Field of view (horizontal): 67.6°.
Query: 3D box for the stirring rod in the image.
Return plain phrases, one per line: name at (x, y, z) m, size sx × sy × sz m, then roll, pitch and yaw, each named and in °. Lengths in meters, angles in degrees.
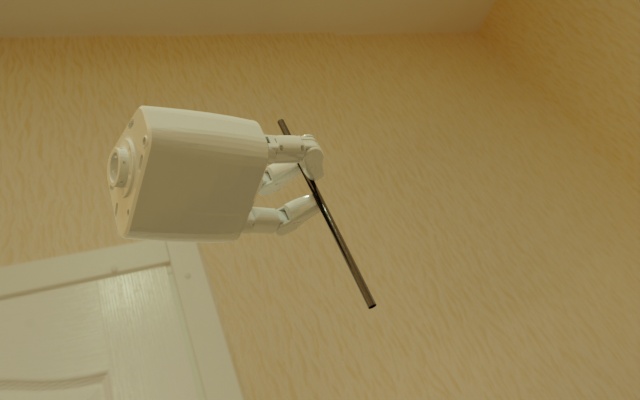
stirring rod at (0.000, 0.002, 0.482) m, size 0.011 × 0.239 × 0.011 m, roll -19°, pitch -33°, yaw -12°
